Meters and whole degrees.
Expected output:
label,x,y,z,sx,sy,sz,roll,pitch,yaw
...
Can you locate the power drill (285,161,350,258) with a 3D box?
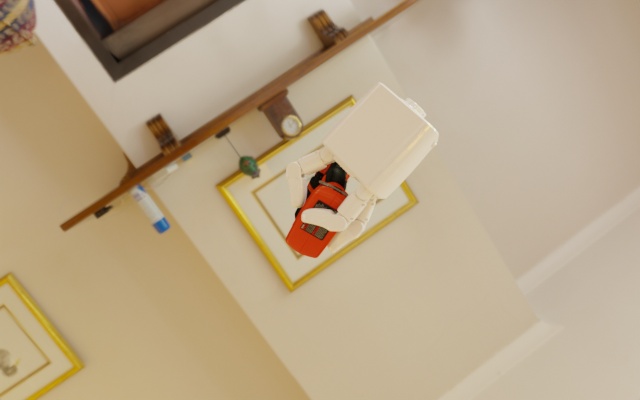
label,x,y,z,sx,sy,sz,roll,pitch,yaw
power drill,0.000,0.002,0.707,0.057,0.184,0.187,27,27,-7
